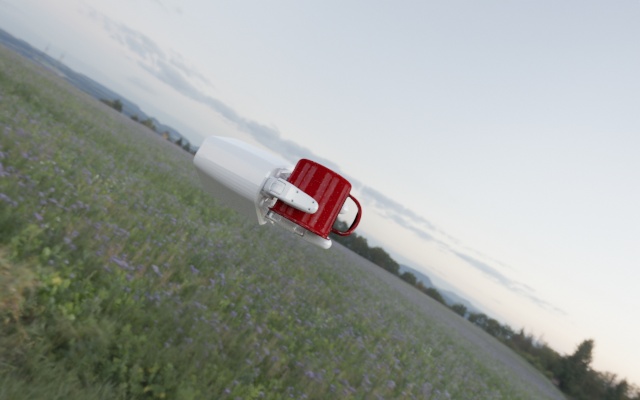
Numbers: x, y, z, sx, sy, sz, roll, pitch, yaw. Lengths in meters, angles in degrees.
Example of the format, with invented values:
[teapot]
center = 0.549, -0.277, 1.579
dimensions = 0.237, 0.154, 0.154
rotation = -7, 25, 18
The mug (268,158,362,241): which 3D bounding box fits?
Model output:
[mug]
center = 0.001, 0.003, 0.635
dimensions = 0.117, 0.081, 0.093
rotation = 27, -4, 10
